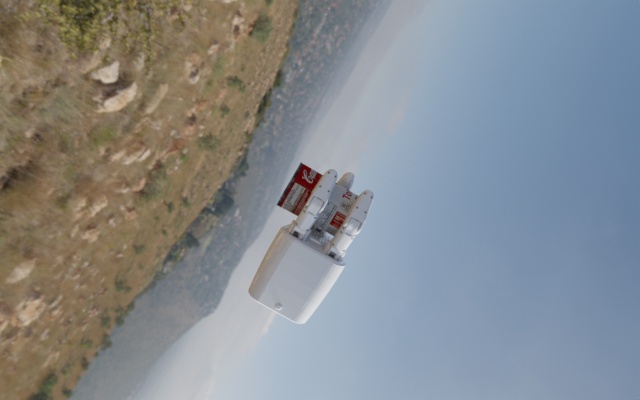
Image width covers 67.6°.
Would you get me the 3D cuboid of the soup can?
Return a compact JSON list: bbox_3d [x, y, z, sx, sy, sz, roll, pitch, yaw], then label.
[{"bbox_3d":[0.001,0.002,0.653,0.102,0.068,0.068,30,-3,-4],"label":"soup can"}]
